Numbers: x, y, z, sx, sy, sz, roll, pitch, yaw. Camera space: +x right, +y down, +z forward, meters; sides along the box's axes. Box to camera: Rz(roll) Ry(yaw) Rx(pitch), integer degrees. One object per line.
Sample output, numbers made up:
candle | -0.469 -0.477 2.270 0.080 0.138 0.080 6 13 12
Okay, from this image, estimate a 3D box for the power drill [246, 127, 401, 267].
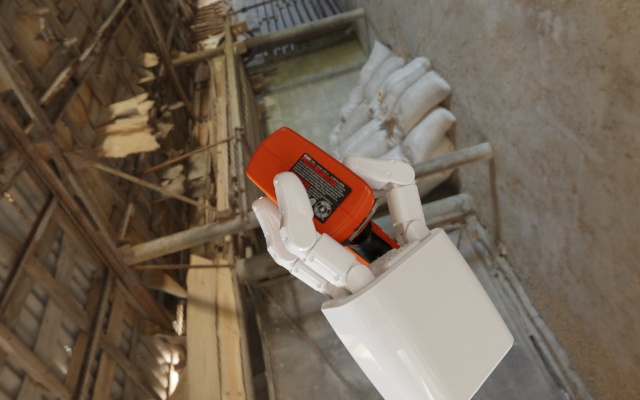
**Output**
power drill | 0.000 0.002 0.454 0.184 0.057 0.188 37 -4 21
